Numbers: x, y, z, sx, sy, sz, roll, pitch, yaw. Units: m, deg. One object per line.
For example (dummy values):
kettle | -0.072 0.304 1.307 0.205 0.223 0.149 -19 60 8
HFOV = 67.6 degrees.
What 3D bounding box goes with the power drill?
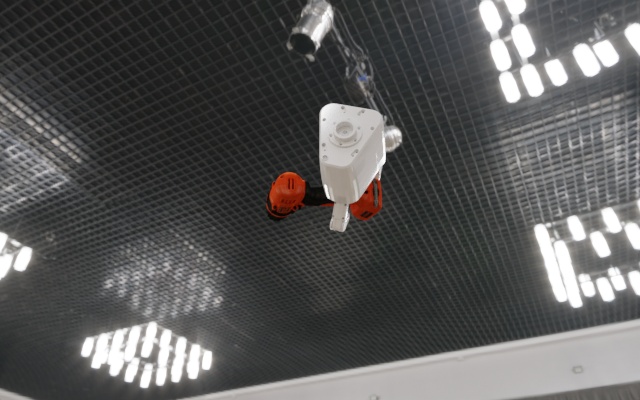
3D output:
power drill | 0.001 0.003 0.832 0.187 0.057 0.184 0 -14 -13
